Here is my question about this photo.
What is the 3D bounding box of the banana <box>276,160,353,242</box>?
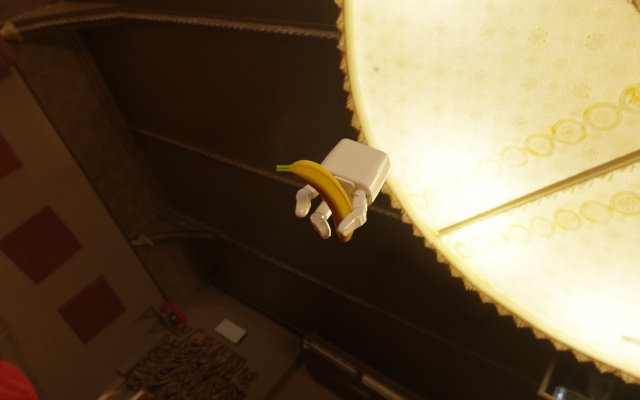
[{"bbox_3d":[0.012,-0.004,0.817,0.069,0.037,0.198,-19,-57,37],"label":"banana"}]
